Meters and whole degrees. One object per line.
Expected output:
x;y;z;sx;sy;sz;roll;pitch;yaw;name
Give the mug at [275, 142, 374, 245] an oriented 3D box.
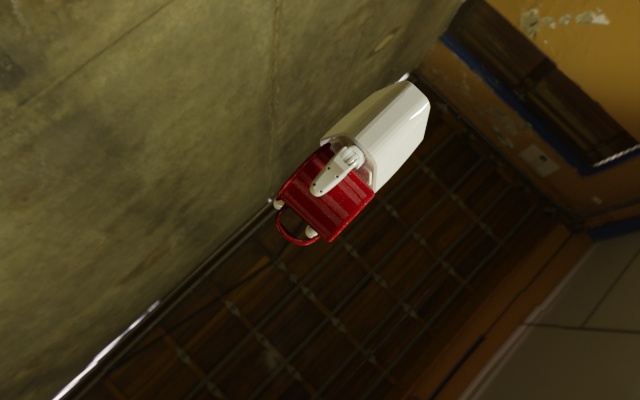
-0.001;0.003;0.554;0.081;0.117;0.093;44;-12;4;mug
